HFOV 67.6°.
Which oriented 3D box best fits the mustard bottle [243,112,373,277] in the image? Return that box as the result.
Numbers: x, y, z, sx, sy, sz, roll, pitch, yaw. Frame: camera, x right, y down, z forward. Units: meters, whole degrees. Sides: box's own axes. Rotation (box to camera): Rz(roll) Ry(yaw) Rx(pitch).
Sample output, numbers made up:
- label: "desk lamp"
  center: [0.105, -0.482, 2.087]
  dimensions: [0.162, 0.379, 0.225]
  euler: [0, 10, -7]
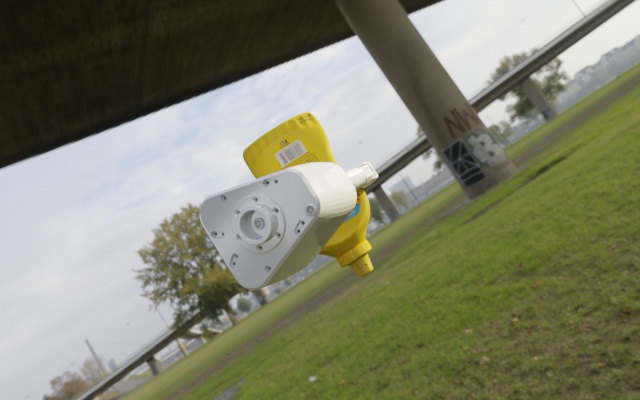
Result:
- label: "mustard bottle"
  center: [0.000, 0.002, 0.541]
  dimensions: [0.096, 0.191, 0.058]
  euler: [-33, -6, -6]
